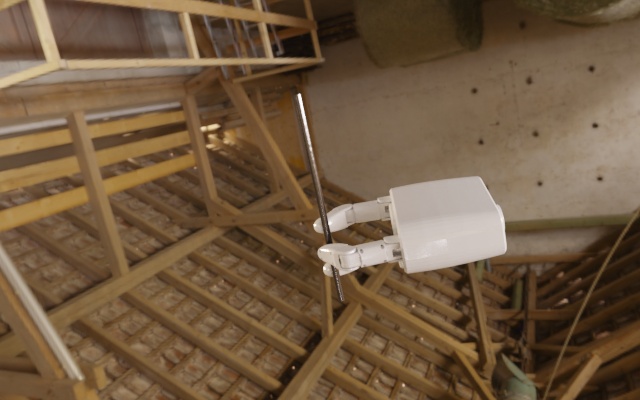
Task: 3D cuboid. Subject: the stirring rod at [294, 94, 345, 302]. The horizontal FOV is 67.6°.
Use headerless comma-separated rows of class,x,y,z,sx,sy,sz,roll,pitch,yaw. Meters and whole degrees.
stirring rod,0.000,0.002,0.535,0.011,0.239,0.011,-12,12,3
